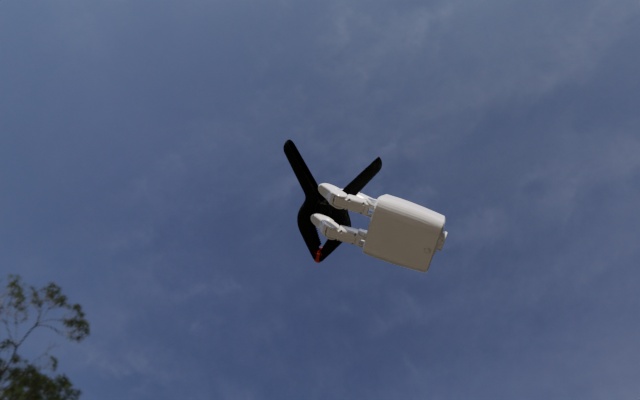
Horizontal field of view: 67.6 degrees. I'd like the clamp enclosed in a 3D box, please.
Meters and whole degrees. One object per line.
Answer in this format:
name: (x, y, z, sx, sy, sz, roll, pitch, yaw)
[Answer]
clamp: (0.001, 0.003, 0.800, 0.164, 0.210, 0.036, 20, 24, 14)
